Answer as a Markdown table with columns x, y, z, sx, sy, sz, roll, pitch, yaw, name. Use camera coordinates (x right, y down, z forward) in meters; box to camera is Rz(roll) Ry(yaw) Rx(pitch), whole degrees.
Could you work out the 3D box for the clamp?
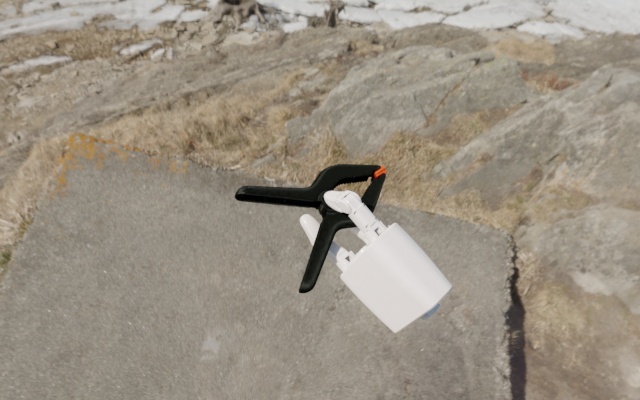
| x | y | z | sx | sy | sz | roll | pitch | yaw | name |
| --- | --- | --- | --- | --- | --- | --- | --- | --- | --- |
| 0.001 | 0.002 | 0.656 | 0.210 | 0.164 | 0.036 | -38 | -9 | -23 | clamp |
